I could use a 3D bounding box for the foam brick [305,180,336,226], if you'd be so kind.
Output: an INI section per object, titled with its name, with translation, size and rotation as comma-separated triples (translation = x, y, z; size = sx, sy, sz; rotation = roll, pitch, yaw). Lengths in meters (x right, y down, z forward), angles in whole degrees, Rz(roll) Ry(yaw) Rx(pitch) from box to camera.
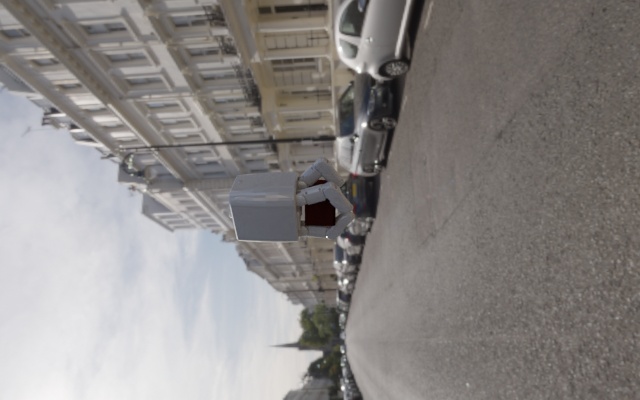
[foam brick]
translation = 0.000, 0.003, 0.815
size = 0.051, 0.053, 0.078
rotation = 1, 26, 1
